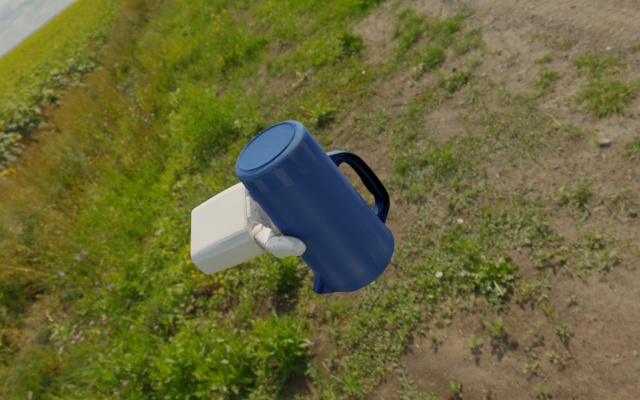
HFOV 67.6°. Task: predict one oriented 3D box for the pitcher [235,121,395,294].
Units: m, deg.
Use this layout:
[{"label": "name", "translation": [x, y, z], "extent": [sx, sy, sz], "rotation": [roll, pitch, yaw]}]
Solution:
[{"label": "pitcher", "translation": [0.000, 0.002, 0.672], "extent": [0.145, 0.243, 0.149], "rotation": [-24, 36, 20]}]
